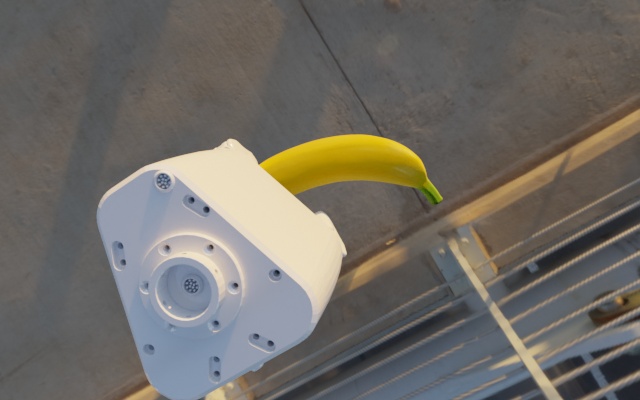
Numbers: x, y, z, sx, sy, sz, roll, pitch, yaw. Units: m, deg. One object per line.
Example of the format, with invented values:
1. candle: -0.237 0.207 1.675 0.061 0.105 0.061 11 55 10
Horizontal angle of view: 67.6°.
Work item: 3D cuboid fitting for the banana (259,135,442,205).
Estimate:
1. banana: 0.001 -0.017 0.402 0.198 0.069 0.037 -6 8 7
